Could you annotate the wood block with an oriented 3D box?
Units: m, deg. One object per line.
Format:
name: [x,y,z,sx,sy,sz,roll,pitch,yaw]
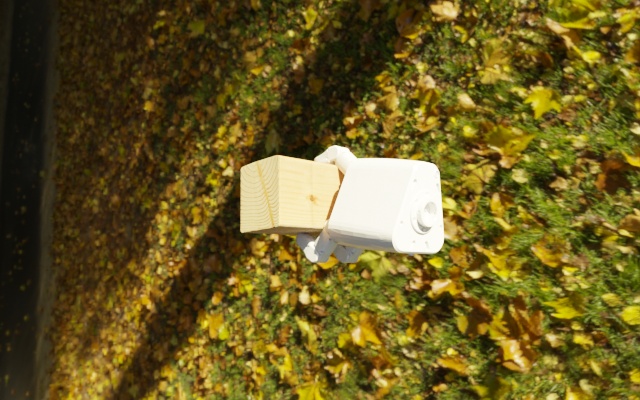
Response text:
wood block: [0.000,0.002,0.669,0.206,0.091,0.090,7,-12,-40]
